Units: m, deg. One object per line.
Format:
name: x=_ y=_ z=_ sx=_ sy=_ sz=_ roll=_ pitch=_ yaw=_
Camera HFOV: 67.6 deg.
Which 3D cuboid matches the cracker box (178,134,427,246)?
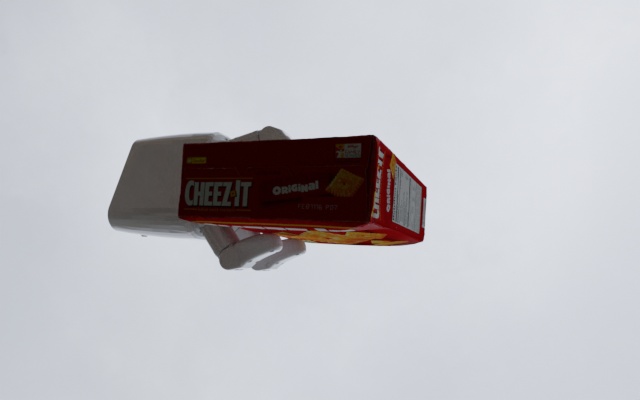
cracker box: x=0.000 y=0.001 z=0.449 sx=0.164 sy=0.072 sz=0.214 roll=0 pitch=-8 yaw=22
